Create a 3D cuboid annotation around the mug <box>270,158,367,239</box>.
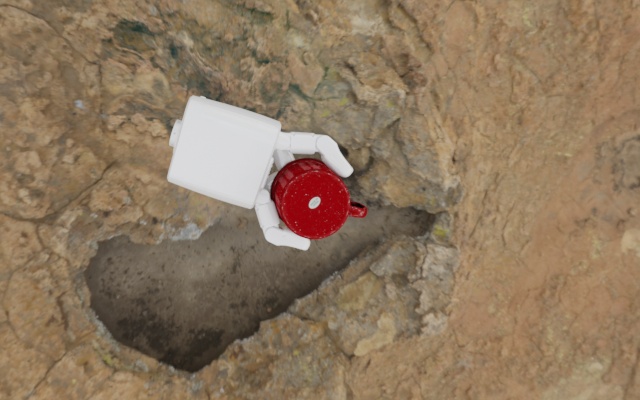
[{"bbox_3d":[0.001,0.002,0.572,0.117,0.093,0.081,16,7,-12],"label":"mug"}]
